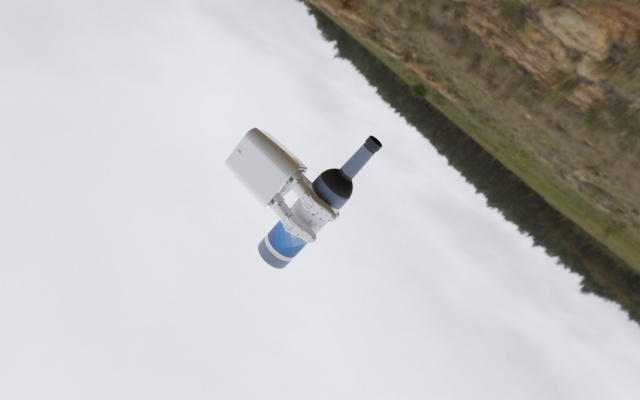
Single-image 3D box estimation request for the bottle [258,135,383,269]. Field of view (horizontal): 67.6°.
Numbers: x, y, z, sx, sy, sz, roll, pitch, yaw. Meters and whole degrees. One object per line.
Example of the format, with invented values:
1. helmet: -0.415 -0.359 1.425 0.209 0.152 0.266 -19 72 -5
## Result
1. bottle: 0.000 0.003 0.829 0.296 0.069 0.069 -48 -25 25
